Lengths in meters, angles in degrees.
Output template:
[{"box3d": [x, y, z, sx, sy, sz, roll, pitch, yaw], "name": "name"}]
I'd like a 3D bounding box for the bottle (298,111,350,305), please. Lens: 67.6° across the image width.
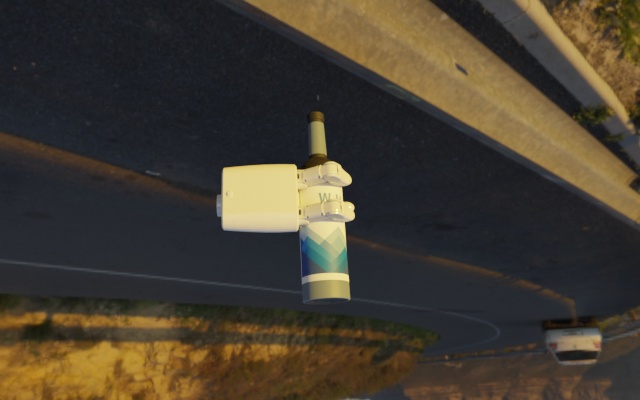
[{"box3d": [0.000, 0.003, 0.715, 0.069, 0.295, 0.069, -3, -19, -1], "name": "bottle"}]
